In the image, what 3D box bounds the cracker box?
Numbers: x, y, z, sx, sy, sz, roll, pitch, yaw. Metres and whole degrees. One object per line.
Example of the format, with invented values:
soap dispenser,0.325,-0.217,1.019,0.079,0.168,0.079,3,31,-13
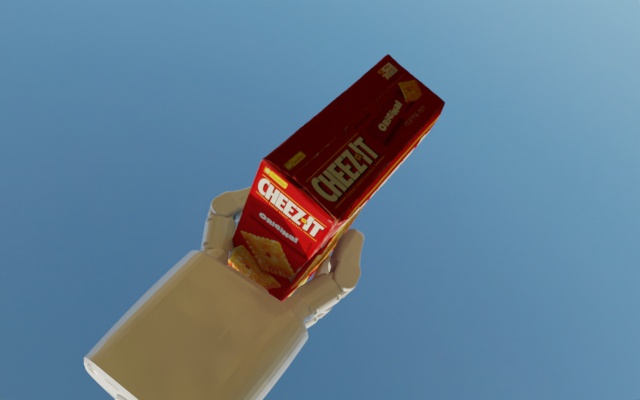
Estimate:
cracker box,0.000,0.001,0.420,0.164,0.072,0.214,-47,-6,-36
